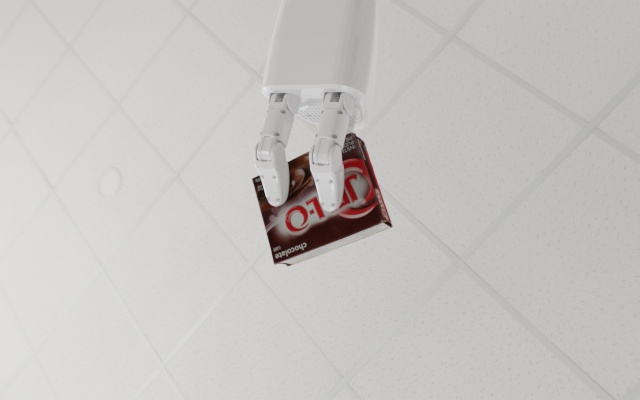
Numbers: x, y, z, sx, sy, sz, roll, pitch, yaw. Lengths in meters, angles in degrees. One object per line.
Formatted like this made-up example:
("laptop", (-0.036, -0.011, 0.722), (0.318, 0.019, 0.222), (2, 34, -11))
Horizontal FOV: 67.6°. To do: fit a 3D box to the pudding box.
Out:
("pudding box", (0.000, 0.001, 0.447), (0.113, 0.090, 0.039), (-24, -21, 19))
